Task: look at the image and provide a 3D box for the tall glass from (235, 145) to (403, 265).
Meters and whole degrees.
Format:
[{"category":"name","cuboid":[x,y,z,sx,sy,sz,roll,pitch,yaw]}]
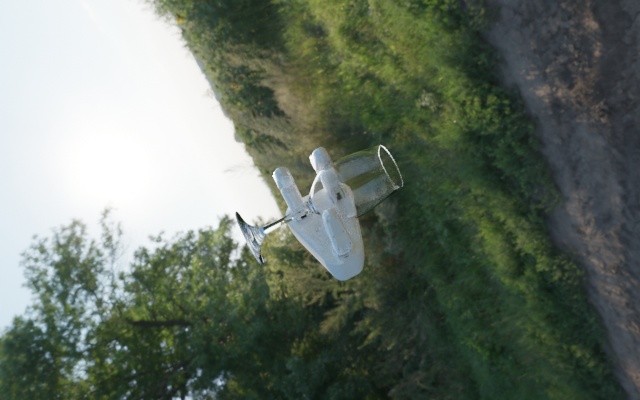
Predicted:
[{"category":"tall glass","cuboid":[-0.001,0.002,0.596,0.201,0.079,0.079,-27,2,-3]}]
